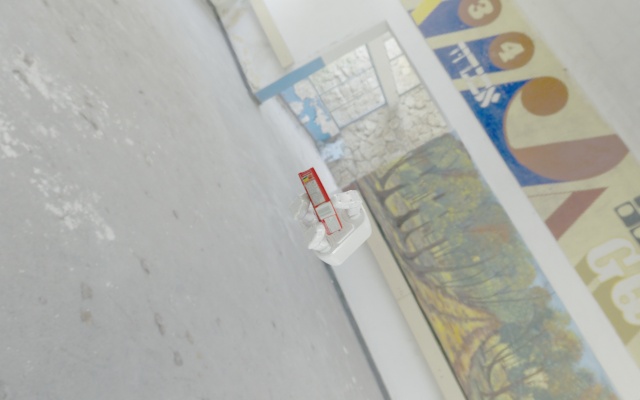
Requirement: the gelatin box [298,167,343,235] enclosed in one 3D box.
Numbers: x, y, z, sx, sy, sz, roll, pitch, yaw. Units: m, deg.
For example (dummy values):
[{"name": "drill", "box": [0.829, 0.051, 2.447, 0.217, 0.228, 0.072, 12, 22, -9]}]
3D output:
[{"name": "gelatin box", "box": [0.000, 0.002, 0.745, 0.030, 0.073, 0.089, -25, -35, 0]}]
